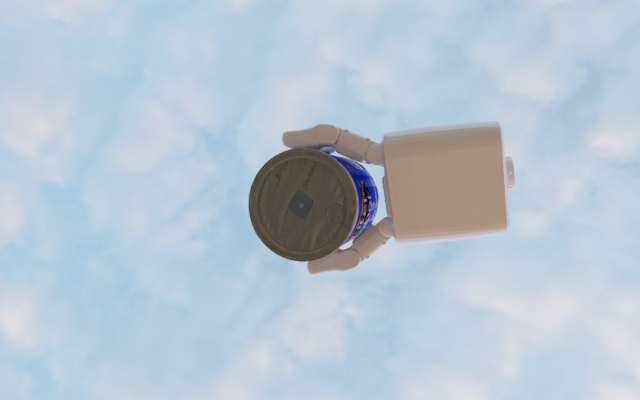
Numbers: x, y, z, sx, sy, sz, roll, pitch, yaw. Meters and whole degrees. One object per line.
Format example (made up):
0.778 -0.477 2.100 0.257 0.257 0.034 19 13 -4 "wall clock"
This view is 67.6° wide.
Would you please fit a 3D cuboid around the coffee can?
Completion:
0.000 0.002 0.494 0.103 0.103 0.140 0 2 15 "coffee can"
